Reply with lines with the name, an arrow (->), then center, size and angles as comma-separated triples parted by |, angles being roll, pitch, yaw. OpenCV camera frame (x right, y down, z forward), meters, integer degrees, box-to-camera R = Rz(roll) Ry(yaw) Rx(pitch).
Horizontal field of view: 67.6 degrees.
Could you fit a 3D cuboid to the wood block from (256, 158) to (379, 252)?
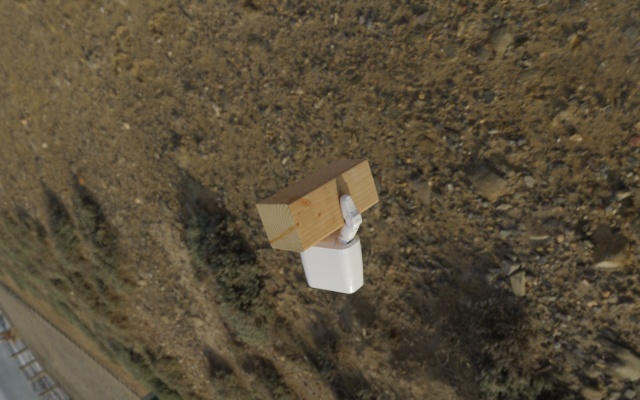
wood block -> 0.000, 0.003, 0.865 | 0.091, 0.090, 0.206 | 1, 25, 47
